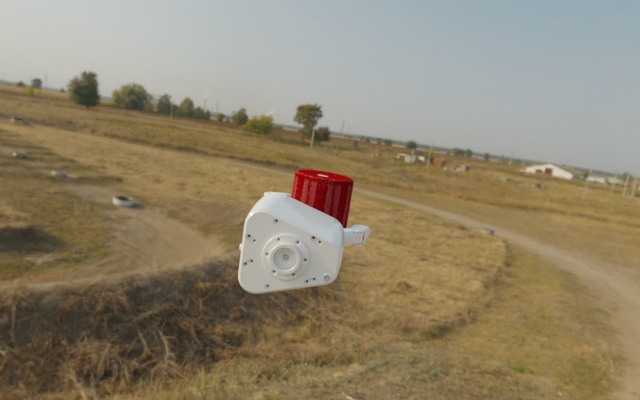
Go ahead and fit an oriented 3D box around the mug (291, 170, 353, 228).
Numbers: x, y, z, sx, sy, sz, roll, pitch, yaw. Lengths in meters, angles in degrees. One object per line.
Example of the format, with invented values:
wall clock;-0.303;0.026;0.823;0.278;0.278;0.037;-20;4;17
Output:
mug;0.000;0.002;0.666;0.093;0.081;0.117;9;10;1
